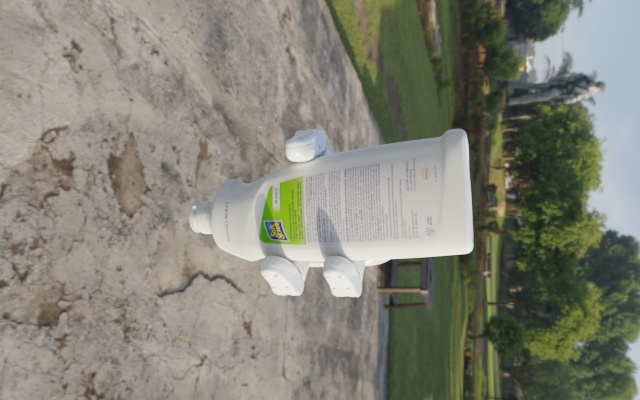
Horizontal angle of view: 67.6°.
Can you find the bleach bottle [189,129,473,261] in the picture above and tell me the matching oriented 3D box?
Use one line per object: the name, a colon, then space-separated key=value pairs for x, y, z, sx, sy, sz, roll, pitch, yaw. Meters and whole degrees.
bleach bottle: x=0.000 y=0.001 z=0.418 sx=0.251 sy=0.102 sz=0.068 roll=-3 pitch=-8 yaw=19
